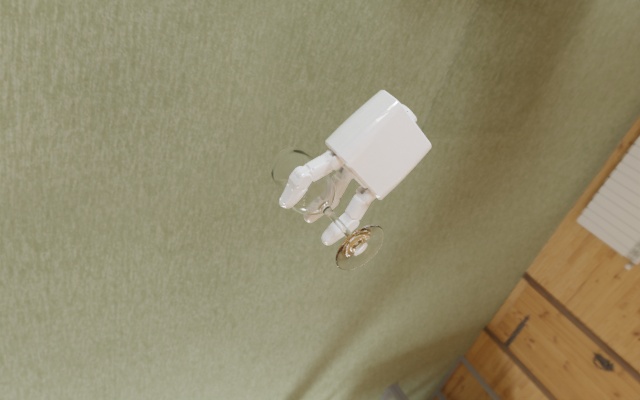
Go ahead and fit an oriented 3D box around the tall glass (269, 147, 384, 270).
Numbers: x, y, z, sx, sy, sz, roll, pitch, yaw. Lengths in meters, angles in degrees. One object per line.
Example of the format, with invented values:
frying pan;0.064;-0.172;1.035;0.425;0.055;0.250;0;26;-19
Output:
tall glass;0.000;0.003;0.665;0.079;0.079;0.201;0;36;-40
